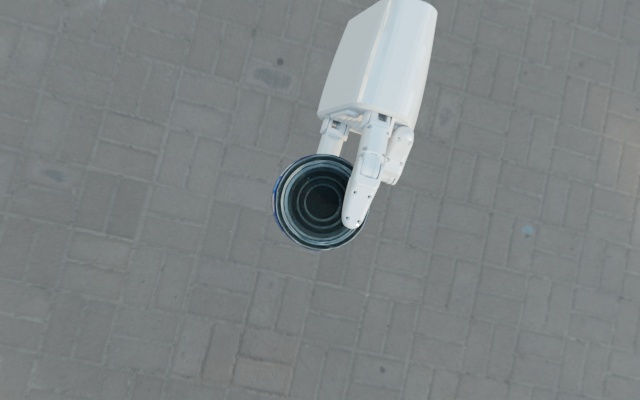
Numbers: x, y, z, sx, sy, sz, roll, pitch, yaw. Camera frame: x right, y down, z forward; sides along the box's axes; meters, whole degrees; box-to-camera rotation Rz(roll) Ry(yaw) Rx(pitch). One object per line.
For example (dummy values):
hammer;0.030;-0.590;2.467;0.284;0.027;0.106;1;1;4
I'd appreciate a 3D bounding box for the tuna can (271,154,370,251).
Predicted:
tuna can;0.000;0.001;0.424;0.086;0.086;0.034;0;2;-9
